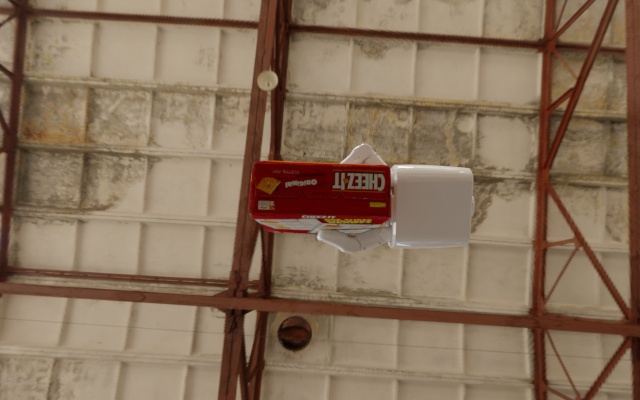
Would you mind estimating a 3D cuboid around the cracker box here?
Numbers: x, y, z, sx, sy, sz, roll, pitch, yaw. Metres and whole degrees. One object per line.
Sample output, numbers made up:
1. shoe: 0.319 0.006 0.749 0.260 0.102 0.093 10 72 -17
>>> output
1. cracker box: 0.000 0.002 0.650 0.164 0.072 0.214 1 -9 0
